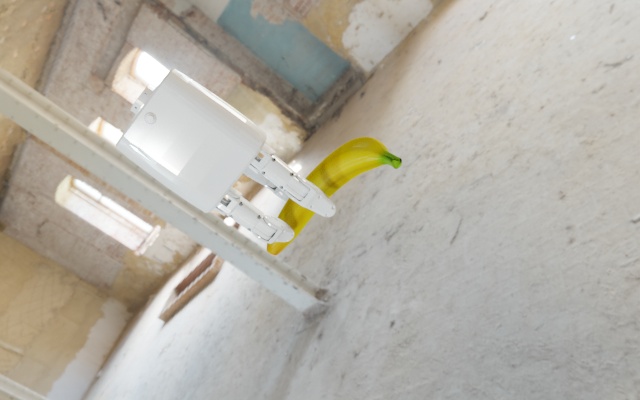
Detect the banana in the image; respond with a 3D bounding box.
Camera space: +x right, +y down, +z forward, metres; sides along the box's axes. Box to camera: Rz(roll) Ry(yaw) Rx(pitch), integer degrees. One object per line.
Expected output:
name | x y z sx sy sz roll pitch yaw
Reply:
banana | 0.004 -0.012 0.525 0.037 0.069 0.198 36 -55 -22
